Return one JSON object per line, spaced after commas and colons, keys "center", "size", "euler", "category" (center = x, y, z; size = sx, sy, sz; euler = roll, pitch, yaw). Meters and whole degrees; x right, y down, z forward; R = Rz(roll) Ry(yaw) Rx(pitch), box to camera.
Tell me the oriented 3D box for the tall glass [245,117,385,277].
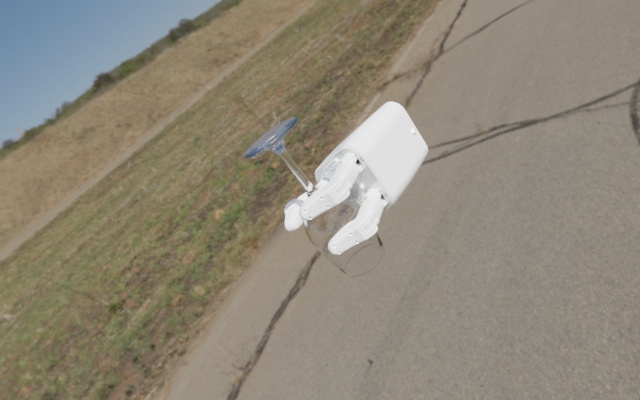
{"center": [0.000, 0.001, 0.576], "size": [0.079, 0.201, 0.079], "euler": [-32, 21, 14], "category": "tall glass"}
